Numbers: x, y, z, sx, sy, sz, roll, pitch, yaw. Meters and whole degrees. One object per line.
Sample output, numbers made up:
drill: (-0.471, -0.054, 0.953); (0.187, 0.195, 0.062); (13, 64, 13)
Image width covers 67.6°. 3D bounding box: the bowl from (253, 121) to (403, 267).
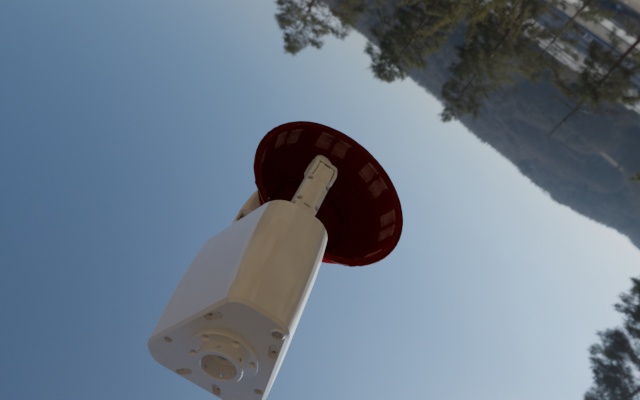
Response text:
bowl: (0.001, 0.001, 0.468); (0.162, 0.162, 0.055); (0, -32, -35)
